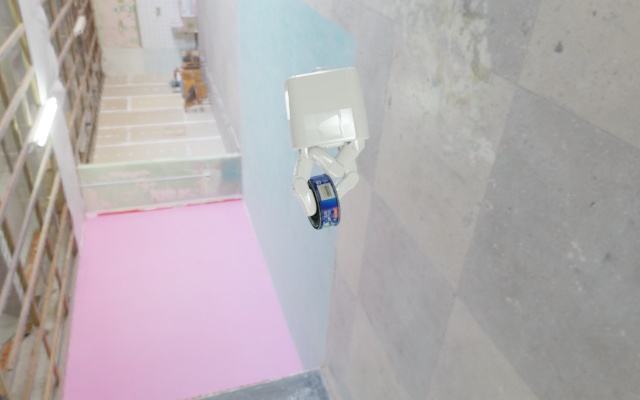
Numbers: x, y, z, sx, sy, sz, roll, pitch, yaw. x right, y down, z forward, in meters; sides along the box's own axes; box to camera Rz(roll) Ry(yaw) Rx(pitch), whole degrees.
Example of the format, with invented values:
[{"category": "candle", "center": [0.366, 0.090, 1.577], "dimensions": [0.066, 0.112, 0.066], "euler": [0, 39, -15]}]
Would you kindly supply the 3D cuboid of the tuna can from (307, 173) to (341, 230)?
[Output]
[{"category": "tuna can", "center": [0.000, 0.003, 0.752], "dimensions": [0.034, 0.086, 0.086], "euler": [-13, 4, -17]}]
